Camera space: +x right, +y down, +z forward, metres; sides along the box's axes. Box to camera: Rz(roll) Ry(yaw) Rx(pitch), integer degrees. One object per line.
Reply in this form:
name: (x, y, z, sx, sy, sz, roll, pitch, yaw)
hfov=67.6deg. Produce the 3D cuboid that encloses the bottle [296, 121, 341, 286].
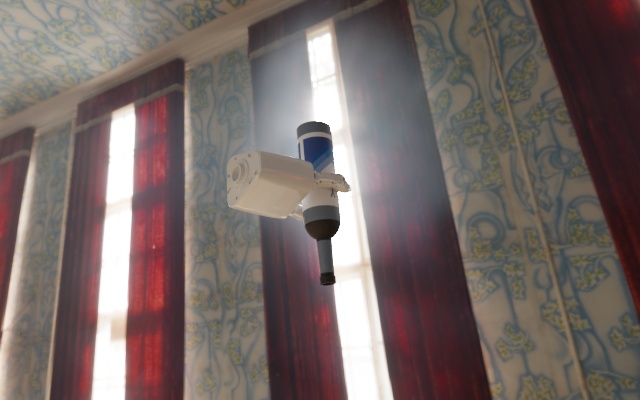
bottle: (0.000, 0.003, 0.848, 0.069, 0.295, 0.069, -5, -21, -2)
